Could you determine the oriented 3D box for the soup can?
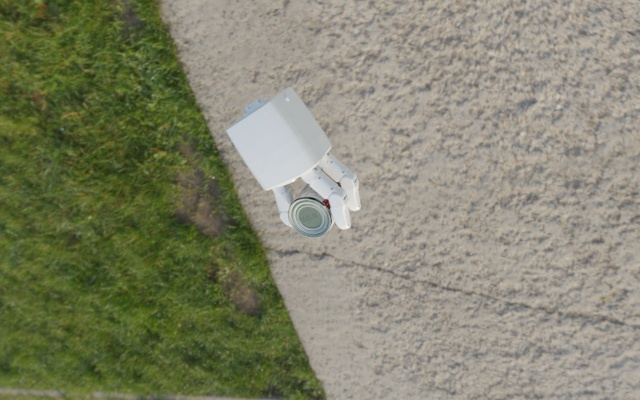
[{"bbox_3d":[0.000,0.003,0.715,0.068,0.068,0.102,0,27,21],"label":"soup can"}]
